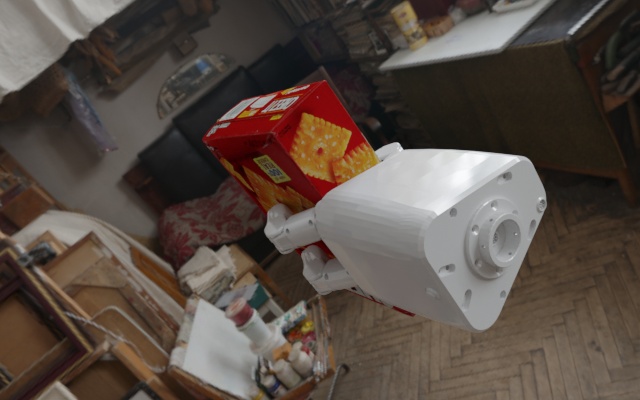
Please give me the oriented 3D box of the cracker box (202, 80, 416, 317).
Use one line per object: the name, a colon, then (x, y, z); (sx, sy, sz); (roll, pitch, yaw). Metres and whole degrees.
cracker box: (0.000, 0.001, 0.451); (0.072, 0.214, 0.164); (-46, 26, -20)
